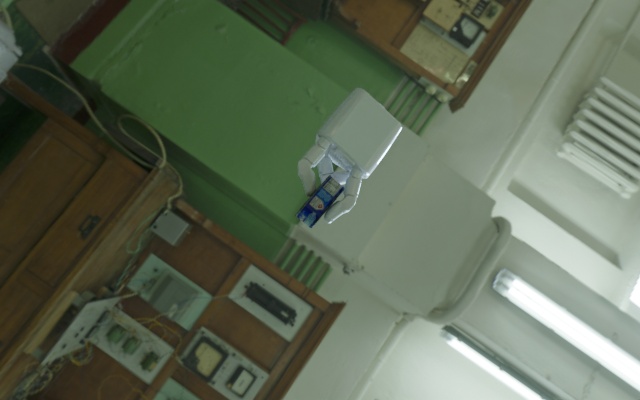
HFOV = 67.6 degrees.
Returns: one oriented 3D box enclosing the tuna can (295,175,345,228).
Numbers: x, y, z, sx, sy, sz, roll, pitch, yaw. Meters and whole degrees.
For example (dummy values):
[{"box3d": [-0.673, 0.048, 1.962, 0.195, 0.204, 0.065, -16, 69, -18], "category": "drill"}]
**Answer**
[{"box3d": [0.001, 0.003, 0.758, 0.034, 0.086, 0.086, 40, 1, 1], "category": "tuna can"}]
